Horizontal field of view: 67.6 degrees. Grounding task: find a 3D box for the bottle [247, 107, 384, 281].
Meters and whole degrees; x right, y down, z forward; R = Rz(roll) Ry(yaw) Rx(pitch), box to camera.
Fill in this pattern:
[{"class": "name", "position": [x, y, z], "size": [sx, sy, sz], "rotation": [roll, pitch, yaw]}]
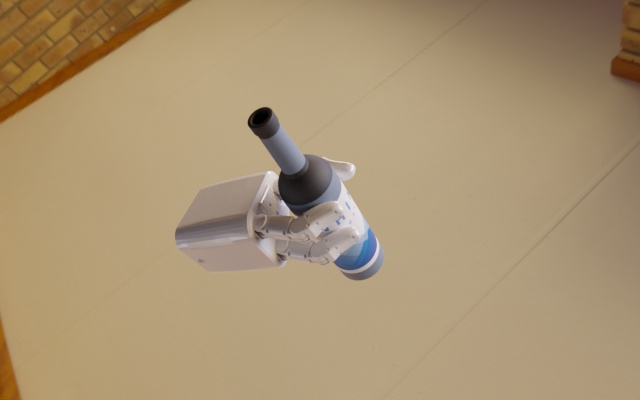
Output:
[{"class": "bottle", "position": [0.000, 0.002, 0.557], "size": [0.069, 0.069, 0.296], "rotation": [0, -33, 27]}]
